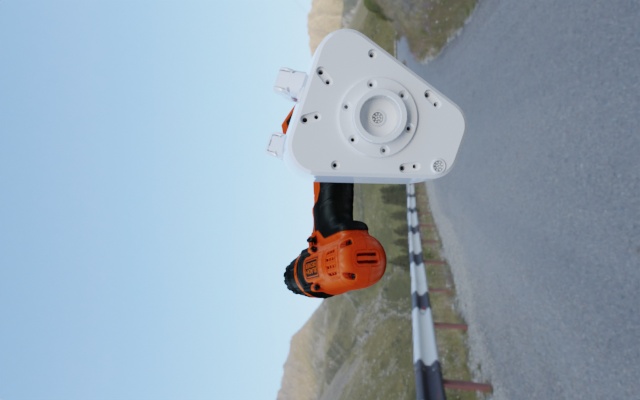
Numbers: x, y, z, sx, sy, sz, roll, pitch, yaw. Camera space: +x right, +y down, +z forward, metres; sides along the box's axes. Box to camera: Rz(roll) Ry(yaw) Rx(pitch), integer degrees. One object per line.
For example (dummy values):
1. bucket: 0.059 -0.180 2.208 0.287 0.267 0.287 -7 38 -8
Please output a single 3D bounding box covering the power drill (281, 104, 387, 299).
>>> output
1. power drill: 0.000 0.001 0.473 0.057 0.187 0.184 -1 -13 -23
